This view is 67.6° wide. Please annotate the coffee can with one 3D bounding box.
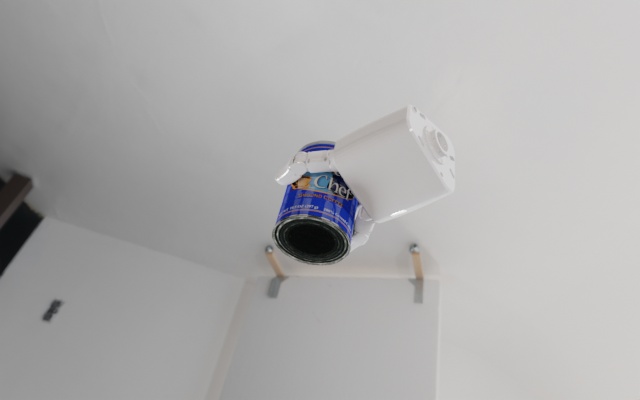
[{"bbox_3d":[0.000,0.002,0.652,0.103,0.140,0.103,8,-41,7],"label":"coffee can"}]
